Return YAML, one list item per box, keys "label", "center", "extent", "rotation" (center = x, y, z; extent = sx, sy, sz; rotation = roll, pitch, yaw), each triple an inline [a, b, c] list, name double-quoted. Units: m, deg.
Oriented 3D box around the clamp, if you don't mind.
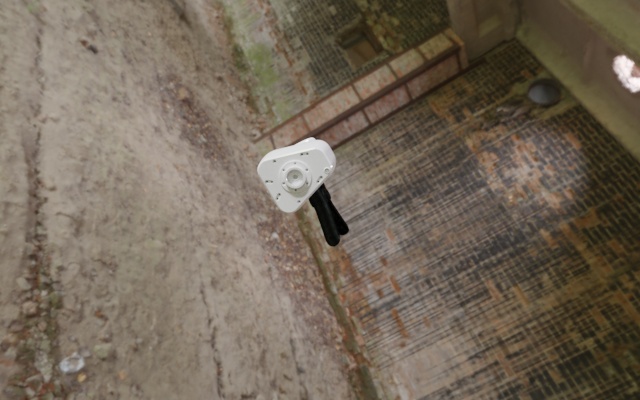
- label: "clamp"
  center: [0.001, 0.002, 0.846]
  extent: [0.039, 0.171, 0.120]
  rotation: [-30, 9, 8]
